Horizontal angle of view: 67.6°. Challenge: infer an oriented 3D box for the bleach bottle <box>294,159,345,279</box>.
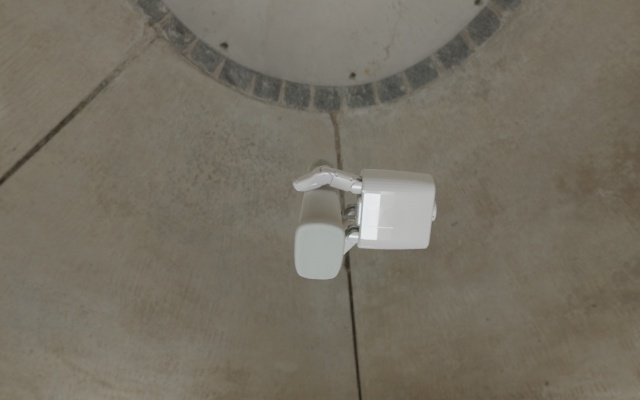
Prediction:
[{"bbox_3d":[0.000,0.003,0.742,0.068,0.103,0.250,4,35,-1],"label":"bleach bottle"}]
